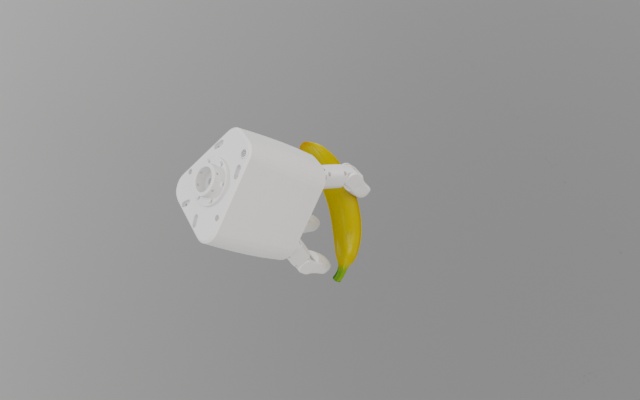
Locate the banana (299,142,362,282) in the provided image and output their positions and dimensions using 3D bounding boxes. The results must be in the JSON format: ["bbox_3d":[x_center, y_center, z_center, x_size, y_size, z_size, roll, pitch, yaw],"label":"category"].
[{"bbox_3d":[0.014,-0.003,0.599,0.070,0.197,0.037,-30,-28,35],"label":"banana"}]
